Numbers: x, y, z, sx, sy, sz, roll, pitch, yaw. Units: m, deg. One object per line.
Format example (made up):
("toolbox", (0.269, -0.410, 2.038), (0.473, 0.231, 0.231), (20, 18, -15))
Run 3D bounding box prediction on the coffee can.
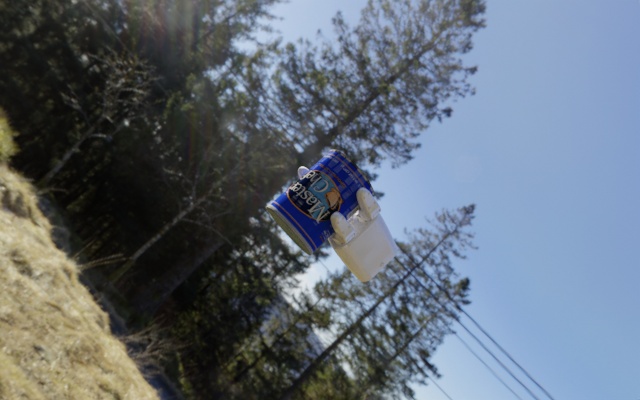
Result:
("coffee can", (0.000, 0.002, 0.756), (0.140, 0.103, 0.103), (-42, 9, -11))
